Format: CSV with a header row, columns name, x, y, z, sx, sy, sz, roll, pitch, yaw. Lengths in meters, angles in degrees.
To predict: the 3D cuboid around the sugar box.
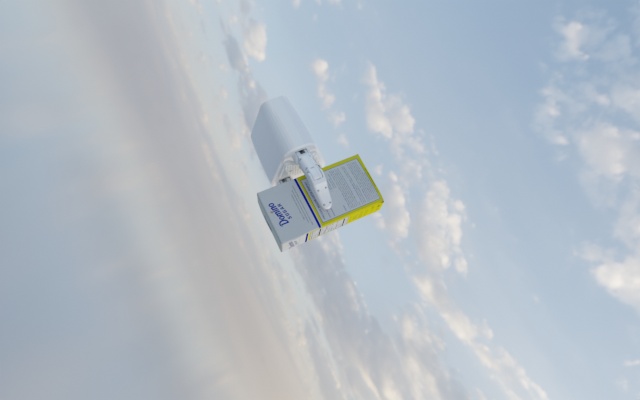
name,x,y,z,sx,sy,sz,roll,pitch,yaw
sugar box,0.000,0.002,0.739,0.176,0.093,0.048,-22,-22,-13
